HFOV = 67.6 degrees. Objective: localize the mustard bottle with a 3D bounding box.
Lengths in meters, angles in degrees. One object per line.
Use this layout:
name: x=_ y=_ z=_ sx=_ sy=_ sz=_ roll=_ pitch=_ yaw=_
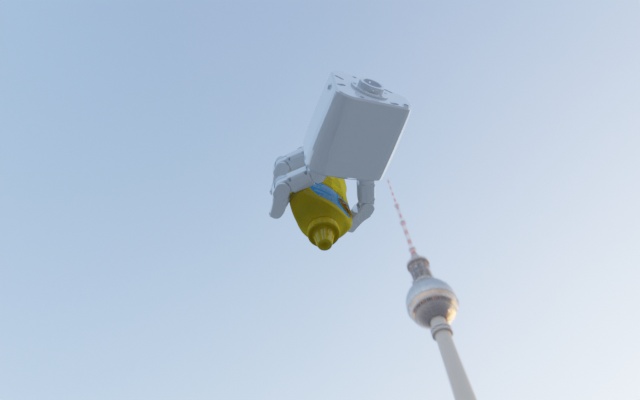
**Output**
mustard bottle: x=0.000 y=0.002 z=0.656 sx=0.096 sy=0.058 sz=0.191 roll=38 pitch=23 yaw=-24
